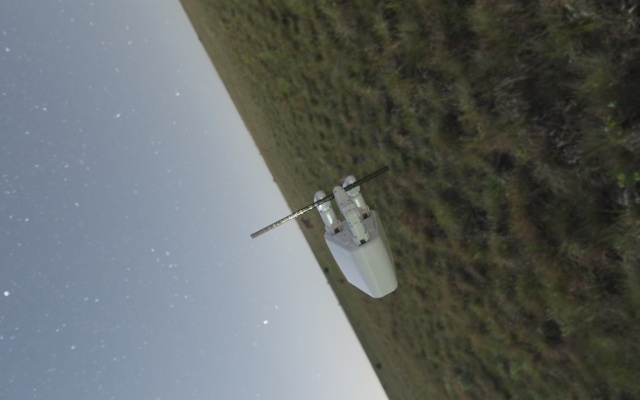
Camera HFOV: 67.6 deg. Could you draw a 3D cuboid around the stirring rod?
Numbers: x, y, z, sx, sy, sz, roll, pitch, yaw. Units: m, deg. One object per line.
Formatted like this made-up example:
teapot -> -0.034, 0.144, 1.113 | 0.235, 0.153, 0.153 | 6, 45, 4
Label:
stirring rod -> 0.000, 0.002, 0.746 | 0.239, 0.011, 0.011 | -27, 2, -3
